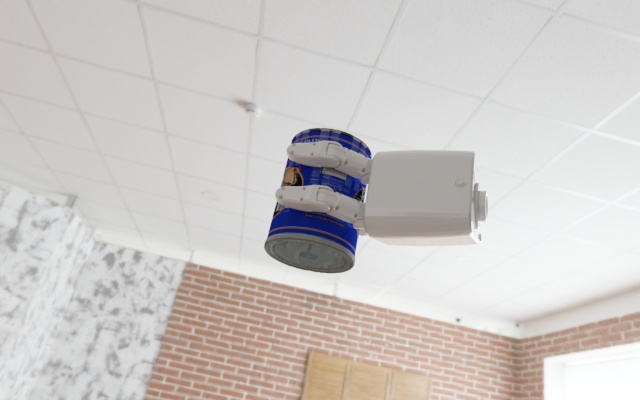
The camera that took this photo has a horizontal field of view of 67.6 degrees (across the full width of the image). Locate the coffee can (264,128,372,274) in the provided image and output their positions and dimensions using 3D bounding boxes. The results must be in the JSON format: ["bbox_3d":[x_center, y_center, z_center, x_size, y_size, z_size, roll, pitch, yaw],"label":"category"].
[{"bbox_3d":[0.000,0.002,0.559,0.103,0.140,0.103,10,-26,5],"label":"coffee can"}]
